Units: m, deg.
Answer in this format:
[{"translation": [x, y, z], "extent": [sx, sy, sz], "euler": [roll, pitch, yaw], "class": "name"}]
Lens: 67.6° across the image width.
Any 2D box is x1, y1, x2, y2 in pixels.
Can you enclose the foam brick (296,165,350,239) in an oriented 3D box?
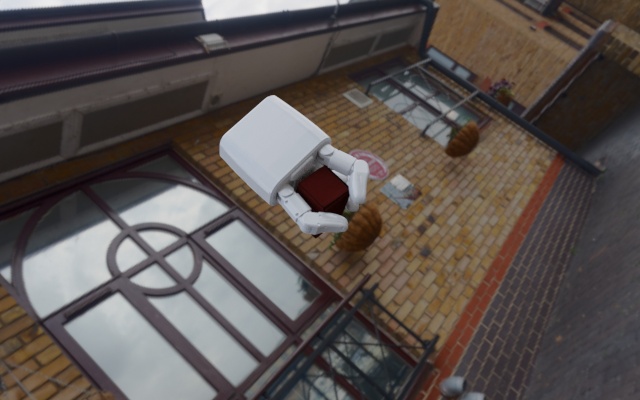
[{"translation": [0.000, 0.002, 0.642], "extent": [0.053, 0.051, 0.078], "euler": [-37, -19, -30], "class": "foam brick"}]
